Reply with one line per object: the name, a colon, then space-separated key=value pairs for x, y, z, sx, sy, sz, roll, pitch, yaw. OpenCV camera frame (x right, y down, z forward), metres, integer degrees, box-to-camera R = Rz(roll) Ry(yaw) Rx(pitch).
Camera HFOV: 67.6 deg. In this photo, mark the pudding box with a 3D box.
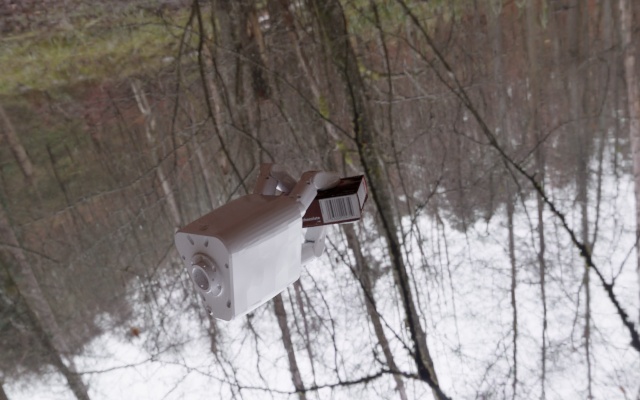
pudding box: x=0.000 y=0.002 z=0.610 sx=0.113 sy=0.039 sz=0.090 roll=-7 pitch=17 yaw=13
